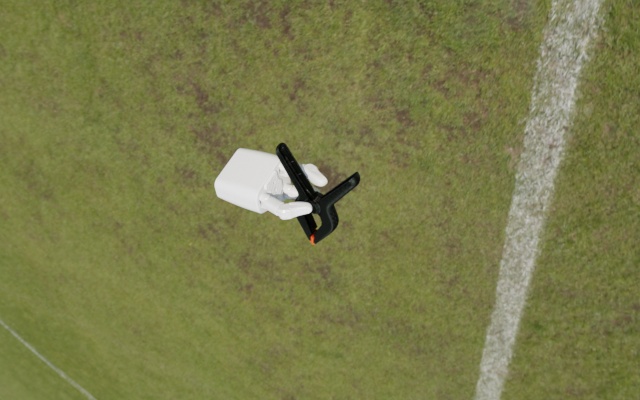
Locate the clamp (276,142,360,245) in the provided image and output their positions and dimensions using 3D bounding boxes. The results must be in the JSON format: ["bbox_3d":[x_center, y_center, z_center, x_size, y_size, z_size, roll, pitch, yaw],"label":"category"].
[{"bbox_3d":[0.000,0.004,0.867,0.164,0.210,0.036,19,45,28],"label":"clamp"}]
